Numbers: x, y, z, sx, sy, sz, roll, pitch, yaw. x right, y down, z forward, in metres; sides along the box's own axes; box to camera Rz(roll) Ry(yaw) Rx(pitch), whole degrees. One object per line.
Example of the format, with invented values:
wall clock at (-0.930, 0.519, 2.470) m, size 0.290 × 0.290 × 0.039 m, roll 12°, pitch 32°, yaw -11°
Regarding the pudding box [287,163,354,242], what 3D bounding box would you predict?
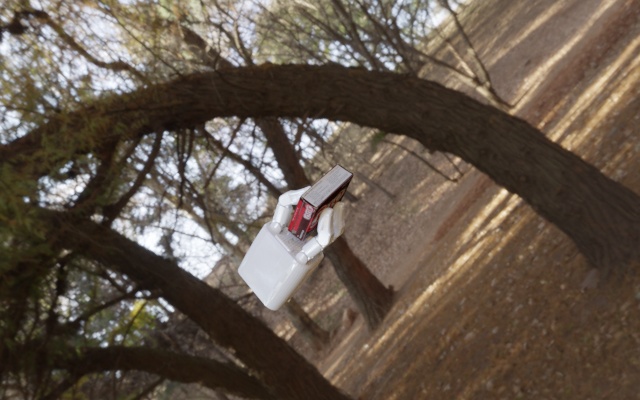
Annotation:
pudding box at (0.000, 0.002, 0.780) m, size 0.039 × 0.090 × 0.113 m, roll 36°, pitch 49°, yaw 10°
